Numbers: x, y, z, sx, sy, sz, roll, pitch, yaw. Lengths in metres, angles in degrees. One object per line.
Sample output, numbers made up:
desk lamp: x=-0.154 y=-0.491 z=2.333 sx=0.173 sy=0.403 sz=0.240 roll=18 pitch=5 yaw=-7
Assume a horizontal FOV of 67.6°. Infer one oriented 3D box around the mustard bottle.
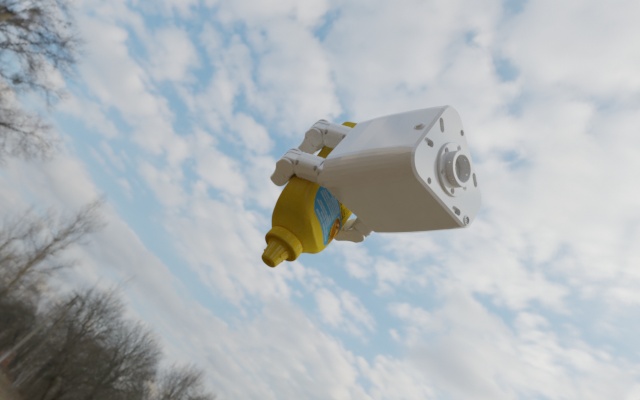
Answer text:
mustard bottle: x=0.000 y=0.002 z=0.531 sx=0.058 sy=0.096 sz=0.191 roll=18 pitch=51 yaw=30
